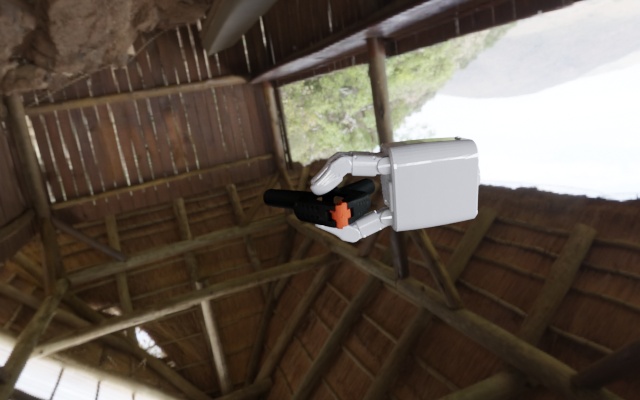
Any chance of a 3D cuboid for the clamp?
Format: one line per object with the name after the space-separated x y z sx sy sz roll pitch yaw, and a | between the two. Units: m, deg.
0.000 0.003 0.617 0.164 0.036 0.210 -6 10 0 | clamp
